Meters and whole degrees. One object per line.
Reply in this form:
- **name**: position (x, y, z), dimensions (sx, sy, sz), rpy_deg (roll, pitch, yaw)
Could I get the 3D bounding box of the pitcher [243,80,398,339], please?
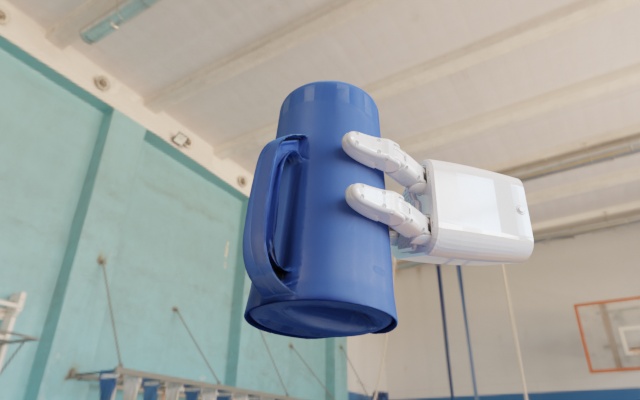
- **pitcher**: position (0.000, 0.002, 0.459), dimensions (0.145, 0.242, 0.149), rpy_deg (8, -29, -11)
